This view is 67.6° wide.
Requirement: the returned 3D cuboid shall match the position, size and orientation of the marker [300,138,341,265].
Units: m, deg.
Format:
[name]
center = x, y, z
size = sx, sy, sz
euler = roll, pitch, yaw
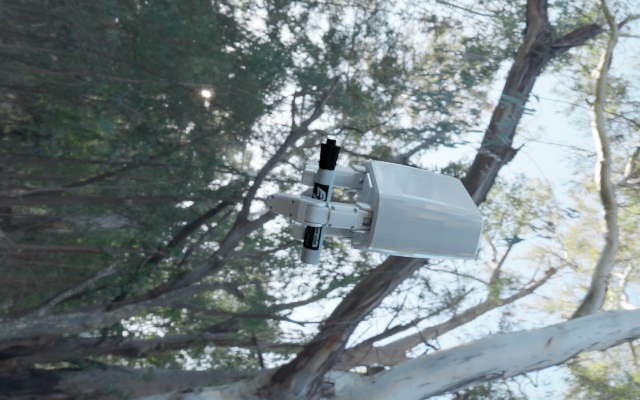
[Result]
[marker]
center = 0.000, 0.001, 0.453
size = 0.020, 0.121, 0.020
euler = 10, 11, -2
